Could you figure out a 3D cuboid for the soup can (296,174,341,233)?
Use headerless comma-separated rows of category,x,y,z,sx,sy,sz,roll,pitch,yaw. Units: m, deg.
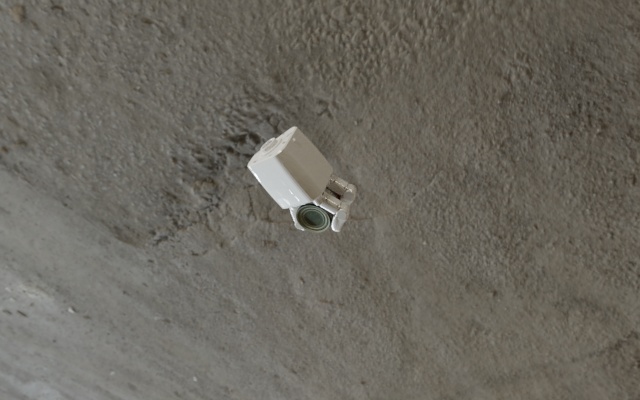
soup can,0.000,0.003,0.888,0.068,0.068,0.102,0,37,19
